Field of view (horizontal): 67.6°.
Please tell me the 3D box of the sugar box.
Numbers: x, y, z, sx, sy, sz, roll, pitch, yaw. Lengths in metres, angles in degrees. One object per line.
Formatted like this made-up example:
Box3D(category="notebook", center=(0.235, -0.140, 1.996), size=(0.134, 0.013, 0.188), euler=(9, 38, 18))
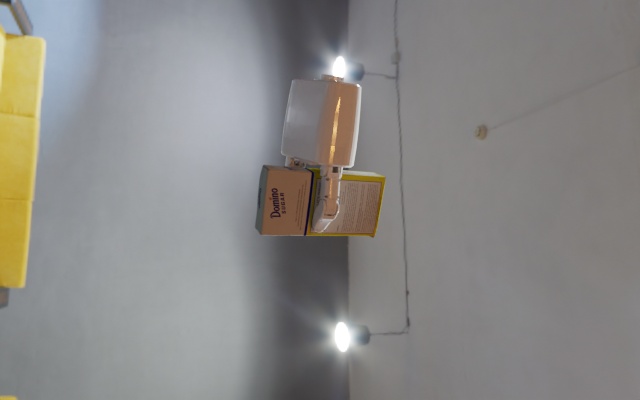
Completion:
Box3D(category="sugar box", center=(0.000, 0.002, 0.676), size=(0.176, 0.093, 0.048), euler=(4, 13, -20))
